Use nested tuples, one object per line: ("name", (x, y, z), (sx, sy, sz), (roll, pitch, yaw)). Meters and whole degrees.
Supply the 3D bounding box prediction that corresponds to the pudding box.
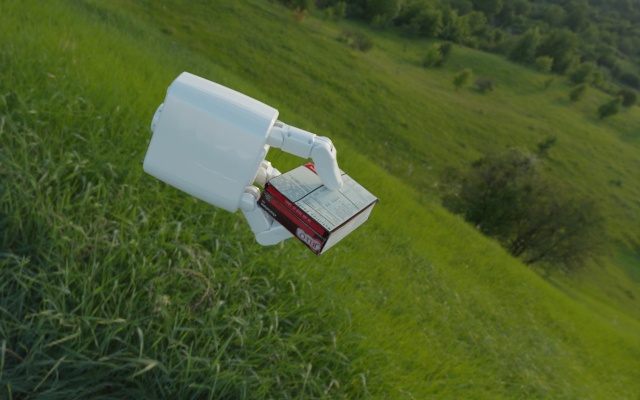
("pudding box", (0.000, 0.002, 0.526), (0.090, 0.039, 0.113), (40, 38, 16))
